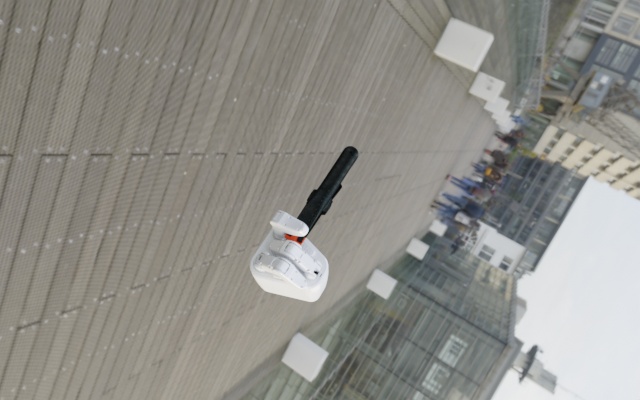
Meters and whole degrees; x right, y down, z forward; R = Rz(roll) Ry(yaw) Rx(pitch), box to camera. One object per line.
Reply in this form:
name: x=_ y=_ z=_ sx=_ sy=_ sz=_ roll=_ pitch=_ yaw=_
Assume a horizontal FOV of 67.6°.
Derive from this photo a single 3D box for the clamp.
clamp: x=0.001 y=0.003 z=0.744 sx=0.039 sy=0.171 sz=0.120 roll=33 pitch=-20 yaw=11
